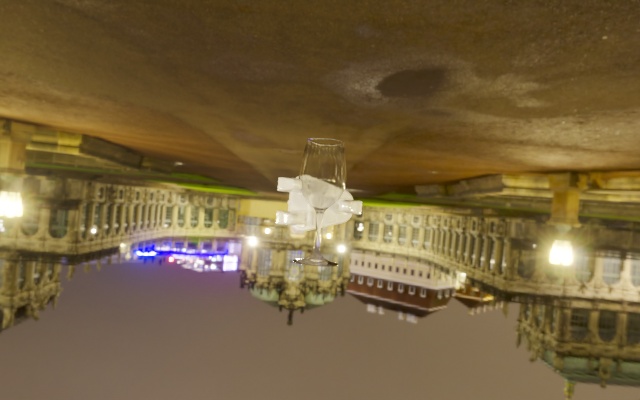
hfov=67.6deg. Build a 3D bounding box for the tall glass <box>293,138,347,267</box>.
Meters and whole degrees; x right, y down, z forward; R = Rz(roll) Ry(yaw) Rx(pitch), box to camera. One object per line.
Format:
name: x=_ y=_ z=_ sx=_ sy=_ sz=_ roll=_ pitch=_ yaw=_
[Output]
tall glass: x=0.000 y=0.003 z=0.776 sx=0.079 sy=0.201 sz=0.079 roll=5 pitch=-1 yaw=0
